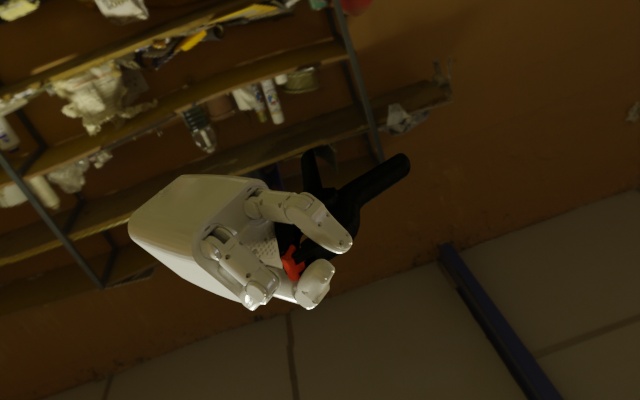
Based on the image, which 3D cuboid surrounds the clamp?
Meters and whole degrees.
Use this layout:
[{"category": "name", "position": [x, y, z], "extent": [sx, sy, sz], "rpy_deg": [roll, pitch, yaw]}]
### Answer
[{"category": "clamp", "position": [0.000, 0.002, 0.462], "extent": [0.120, 0.039, 0.171], "rpy_deg": [8, 42, 37]}]
